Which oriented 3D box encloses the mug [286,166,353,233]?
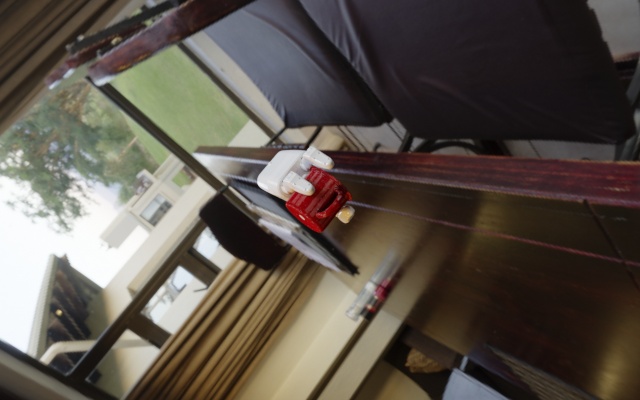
[{"bbox_3d":[0.001,0.003,0.813,0.093,0.081,0.117,44,-13,-27],"label":"mug"}]
